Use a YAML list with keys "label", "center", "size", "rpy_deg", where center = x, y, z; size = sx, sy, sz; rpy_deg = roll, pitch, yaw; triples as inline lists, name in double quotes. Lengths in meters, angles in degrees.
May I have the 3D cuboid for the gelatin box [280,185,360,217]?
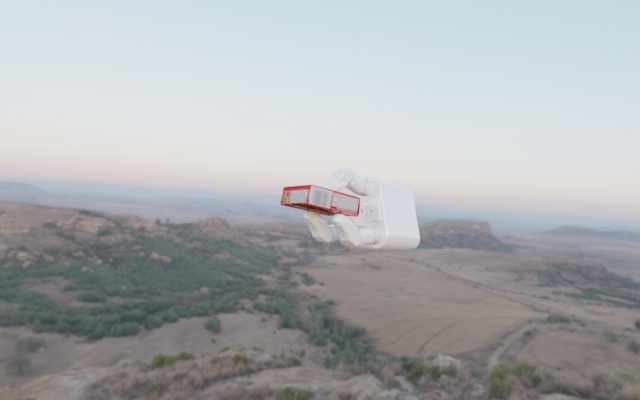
- label: "gelatin box"
  center: [0.000, 0.002, 0.675]
  size: [0.089, 0.030, 0.073]
  rpy_deg: [15, -9, -34]
